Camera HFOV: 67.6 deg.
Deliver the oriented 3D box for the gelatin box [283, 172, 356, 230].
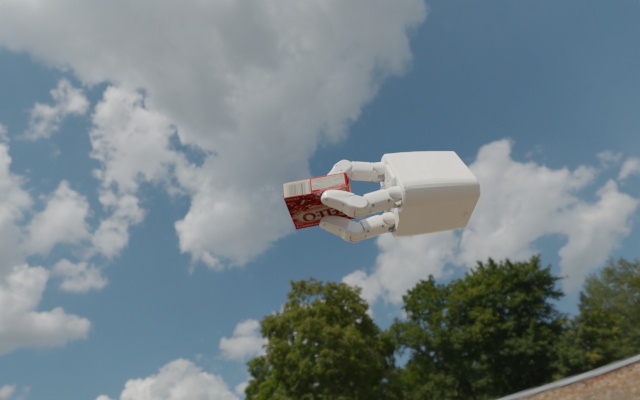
[{"bbox_3d":[0.000,0.002,0.651,0.089,0.030,0.073,-10,-39,6],"label":"gelatin box"}]
